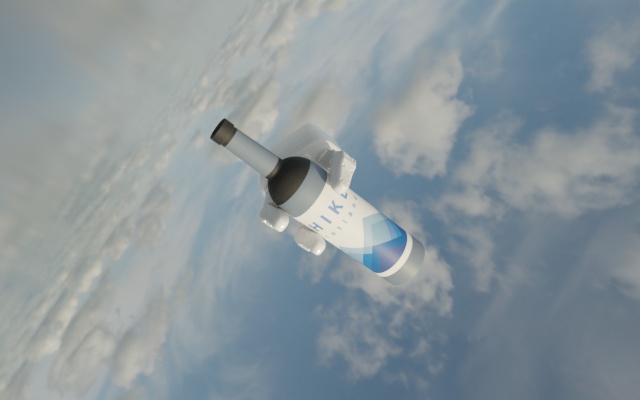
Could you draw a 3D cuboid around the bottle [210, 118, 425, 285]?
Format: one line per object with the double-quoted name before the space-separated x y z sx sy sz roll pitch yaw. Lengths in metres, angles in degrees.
"bottle" 0.000 0.002 0.567 0.296 0.069 0.069 36 -15 -22
